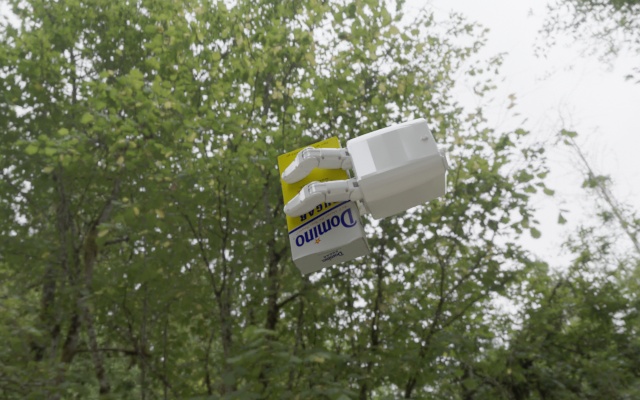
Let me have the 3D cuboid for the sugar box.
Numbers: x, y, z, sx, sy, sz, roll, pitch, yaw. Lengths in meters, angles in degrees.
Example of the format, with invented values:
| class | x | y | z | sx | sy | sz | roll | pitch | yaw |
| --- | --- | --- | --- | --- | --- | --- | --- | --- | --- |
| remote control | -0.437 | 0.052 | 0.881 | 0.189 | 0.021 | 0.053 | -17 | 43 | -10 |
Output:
| class | x | y | z | sx | sy | sz | roll | pitch | yaw |
| --- | --- | --- | --- | --- | --- | --- | --- | --- | --- |
| sugar box | 0.000 | 0.002 | 0.634 | 0.093 | 0.176 | 0.048 | -19 | -40 | 8 |
